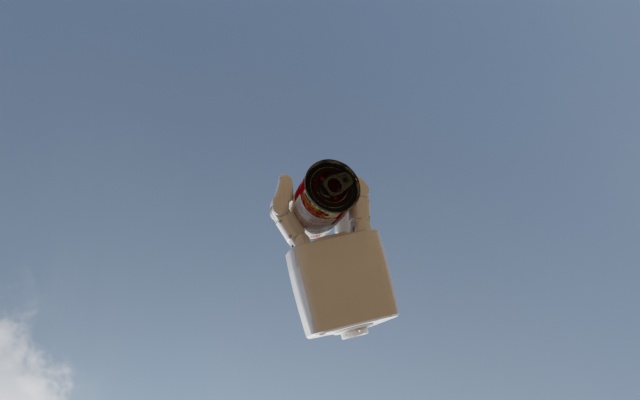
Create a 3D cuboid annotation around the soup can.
[{"bbox_3d":[0.000,0.002,0.592,0.068,0.068,0.102,0,-22,-18],"label":"soup can"}]
